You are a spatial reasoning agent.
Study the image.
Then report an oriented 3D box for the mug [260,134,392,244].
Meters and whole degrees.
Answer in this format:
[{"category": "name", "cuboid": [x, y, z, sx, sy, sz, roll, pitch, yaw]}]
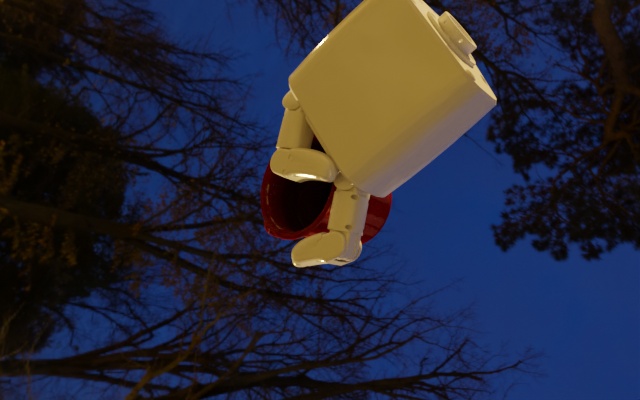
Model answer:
[{"category": "mug", "cuboid": [-0.001, 0.002, 0.423, 0.081, 0.093, 0.117, 17, -47, -43]}]
